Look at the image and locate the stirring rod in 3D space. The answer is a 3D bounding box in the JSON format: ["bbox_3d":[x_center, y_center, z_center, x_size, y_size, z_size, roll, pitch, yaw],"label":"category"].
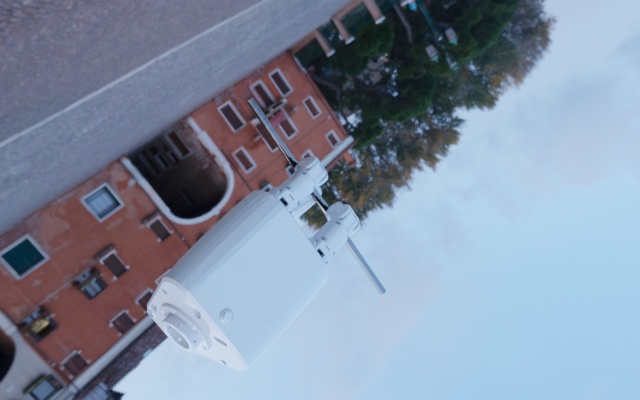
[{"bbox_3d":[0.000,0.002,0.478,0.011,0.239,0.011,-32,15,9],"label":"stirring rod"}]
